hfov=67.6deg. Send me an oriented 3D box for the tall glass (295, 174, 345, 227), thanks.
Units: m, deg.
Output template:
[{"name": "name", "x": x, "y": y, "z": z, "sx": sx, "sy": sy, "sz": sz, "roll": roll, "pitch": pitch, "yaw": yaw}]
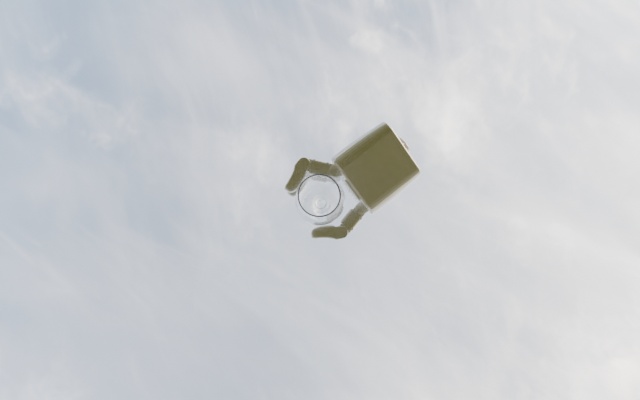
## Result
[{"name": "tall glass", "x": 0.000, "y": 0.003, "z": 0.774, "sx": 0.079, "sy": 0.079, "sz": 0.201, "roll": 0, "pitch": -5, "yaw": 1}]
